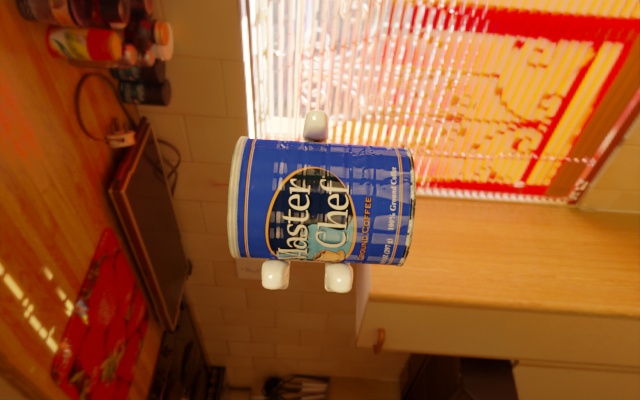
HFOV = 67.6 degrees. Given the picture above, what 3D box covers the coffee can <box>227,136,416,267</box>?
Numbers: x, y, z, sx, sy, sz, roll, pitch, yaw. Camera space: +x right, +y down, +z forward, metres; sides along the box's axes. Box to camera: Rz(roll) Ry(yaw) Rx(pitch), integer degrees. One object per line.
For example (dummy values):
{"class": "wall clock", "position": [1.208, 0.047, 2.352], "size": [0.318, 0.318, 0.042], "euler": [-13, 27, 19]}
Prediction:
{"class": "coffee can", "position": [0.000, 0.001, 0.404], "size": [0.140, 0.103, 0.103], "euler": [3, 0, -1]}
